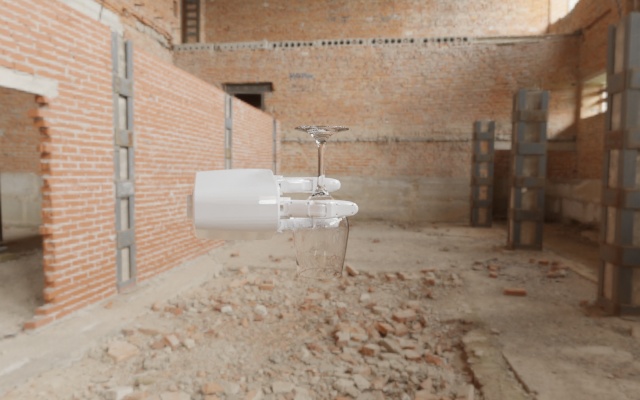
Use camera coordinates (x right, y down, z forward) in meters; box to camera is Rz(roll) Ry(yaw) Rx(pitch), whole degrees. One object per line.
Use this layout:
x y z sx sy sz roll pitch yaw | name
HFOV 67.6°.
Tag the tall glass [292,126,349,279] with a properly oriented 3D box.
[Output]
0.000 0.001 0.649 0.079 0.201 0.079 0 4 0 | tall glass
